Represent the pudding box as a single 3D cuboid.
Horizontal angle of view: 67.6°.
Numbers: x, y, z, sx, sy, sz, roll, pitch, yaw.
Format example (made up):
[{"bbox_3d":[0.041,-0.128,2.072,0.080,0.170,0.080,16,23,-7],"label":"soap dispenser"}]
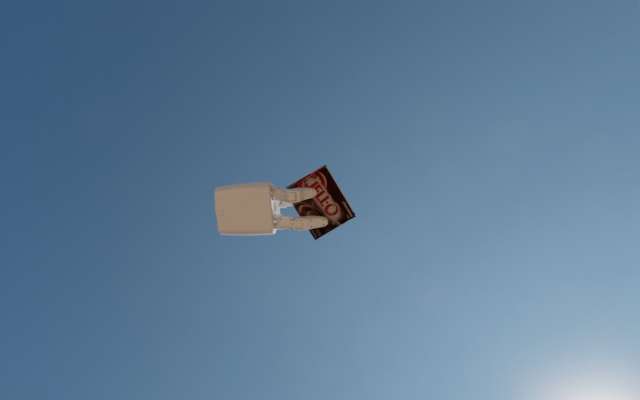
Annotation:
[{"bbox_3d":[0.000,0.003,0.895,0.090,0.113,0.039,-31,8,8],"label":"pudding box"}]
